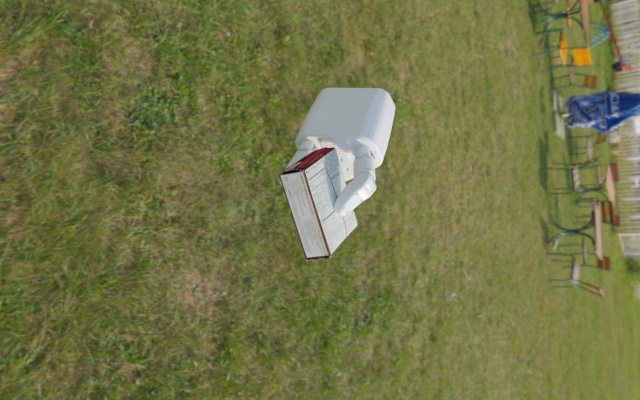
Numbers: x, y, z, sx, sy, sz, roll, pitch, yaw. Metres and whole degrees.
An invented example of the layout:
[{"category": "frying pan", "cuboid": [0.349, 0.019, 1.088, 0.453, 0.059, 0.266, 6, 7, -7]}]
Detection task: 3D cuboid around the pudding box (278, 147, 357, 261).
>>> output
[{"category": "pudding box", "cuboid": [0.000, 0.002, 0.575, 0.039, 0.113, 0.090, -9, 17, 31]}]
